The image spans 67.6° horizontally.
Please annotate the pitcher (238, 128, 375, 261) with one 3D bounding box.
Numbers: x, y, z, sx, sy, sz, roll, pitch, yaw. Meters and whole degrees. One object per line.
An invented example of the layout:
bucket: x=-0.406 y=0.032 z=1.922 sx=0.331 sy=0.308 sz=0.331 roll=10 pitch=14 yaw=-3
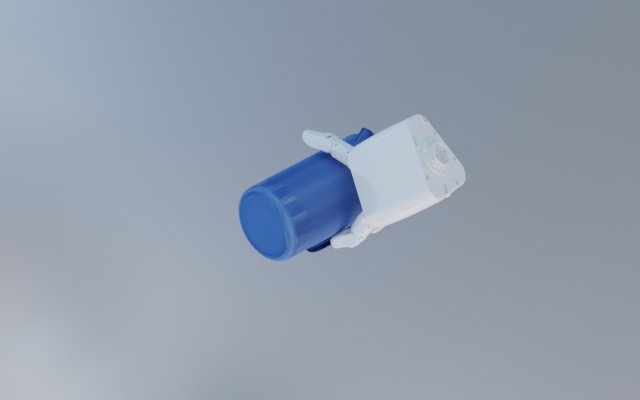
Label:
pitcher: x=0.000 y=0.002 z=0.712 sx=0.242 sy=0.149 sz=0.145 roll=-28 pitch=3 yaw=-43
